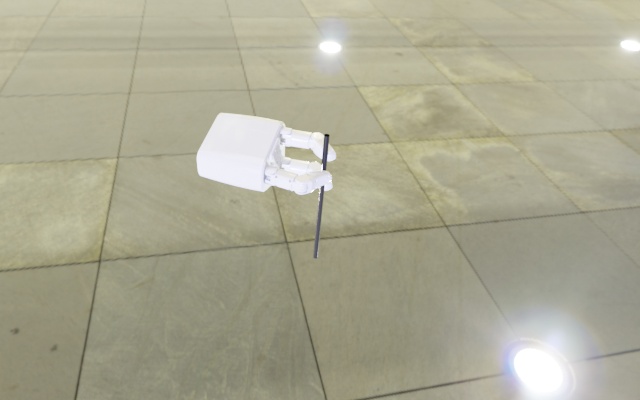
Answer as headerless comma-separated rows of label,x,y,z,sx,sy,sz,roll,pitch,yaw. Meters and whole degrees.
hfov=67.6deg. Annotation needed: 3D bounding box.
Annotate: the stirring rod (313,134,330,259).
stirring rod,0.000,0.003,0.750,0.011,0.240,0.011,3,38,-3
